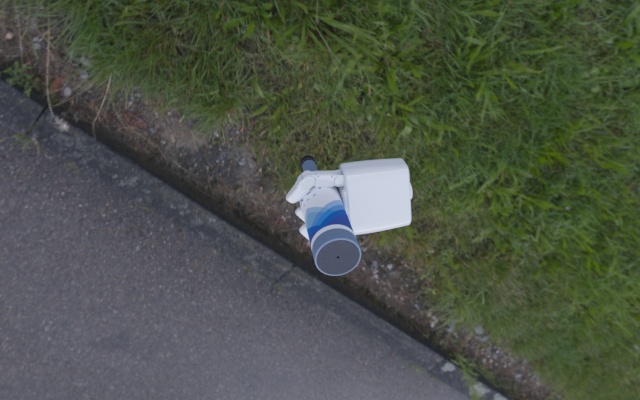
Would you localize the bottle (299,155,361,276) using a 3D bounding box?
[{"bbox_3d":[0.000,0.003,0.786,0.069,0.069,0.295,0,32,-11],"label":"bottle"}]
